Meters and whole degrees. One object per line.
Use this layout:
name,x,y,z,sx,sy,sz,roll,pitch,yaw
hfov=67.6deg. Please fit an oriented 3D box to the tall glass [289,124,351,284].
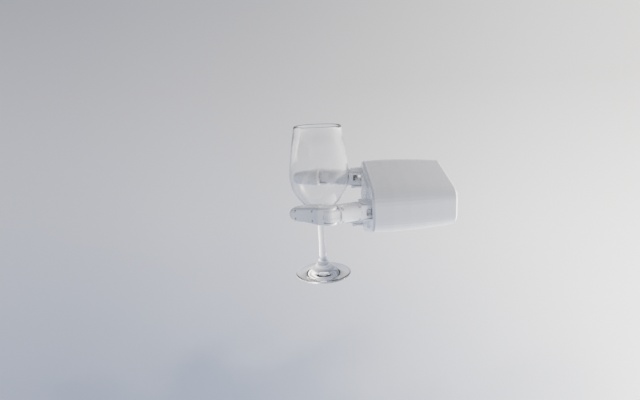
tall glass,0.000,0.003,0.628,0.079,0.201,0.079,-3,14,1
